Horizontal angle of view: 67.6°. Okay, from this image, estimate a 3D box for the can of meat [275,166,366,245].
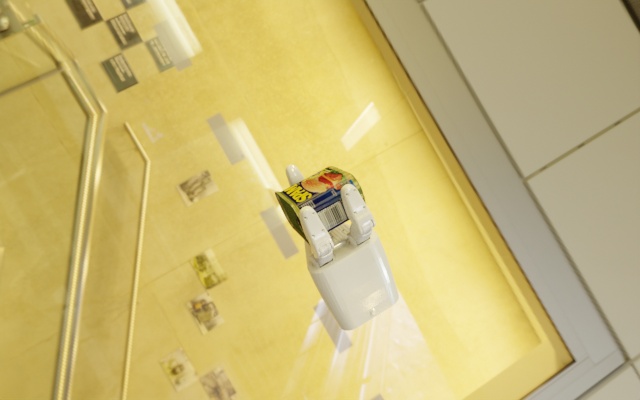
[{"bbox_3d":[0.000,0.002,0.597,0.084,0.057,0.102,-29,21,-11],"label":"can of meat"}]
